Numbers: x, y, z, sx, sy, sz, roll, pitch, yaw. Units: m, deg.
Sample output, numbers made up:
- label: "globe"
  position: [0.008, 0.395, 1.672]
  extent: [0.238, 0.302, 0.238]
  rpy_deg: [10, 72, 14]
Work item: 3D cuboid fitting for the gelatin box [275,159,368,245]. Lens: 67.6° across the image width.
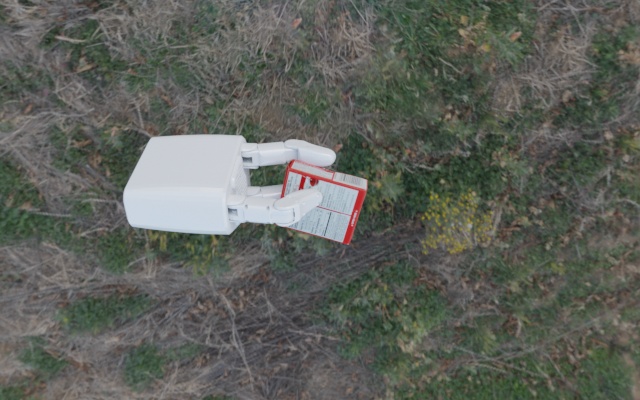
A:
- label: "gelatin box"
  position: [0.000, 0.002, 0.528]
  extent: [0.089, 0.073, 0.030]
  rpy_deg: [16, 29, 1]
